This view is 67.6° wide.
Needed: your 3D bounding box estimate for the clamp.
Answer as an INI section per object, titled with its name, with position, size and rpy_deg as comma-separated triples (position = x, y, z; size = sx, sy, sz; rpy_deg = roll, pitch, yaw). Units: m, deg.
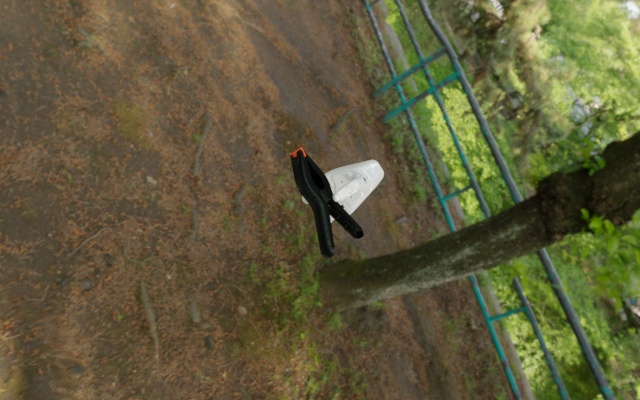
[clamp]
position = 0.001, 0.002, 0.874
size = 0.036, 0.210, 0.164
rpy_deg = -30, 3, 25
